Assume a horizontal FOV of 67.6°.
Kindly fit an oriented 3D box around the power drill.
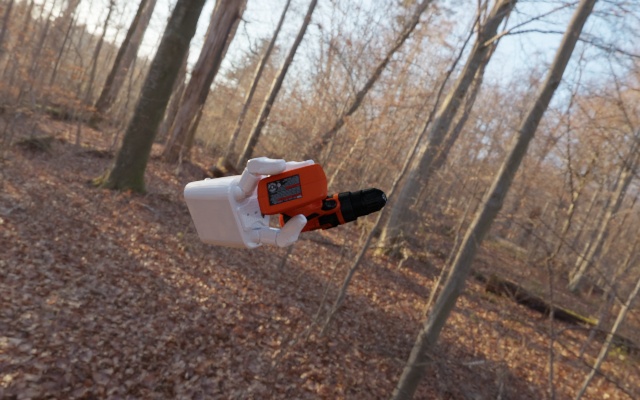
[{"bbox_3d":[0.000,0.002,0.734,0.184,0.057,0.188,-17,-20,13],"label":"power drill"}]
